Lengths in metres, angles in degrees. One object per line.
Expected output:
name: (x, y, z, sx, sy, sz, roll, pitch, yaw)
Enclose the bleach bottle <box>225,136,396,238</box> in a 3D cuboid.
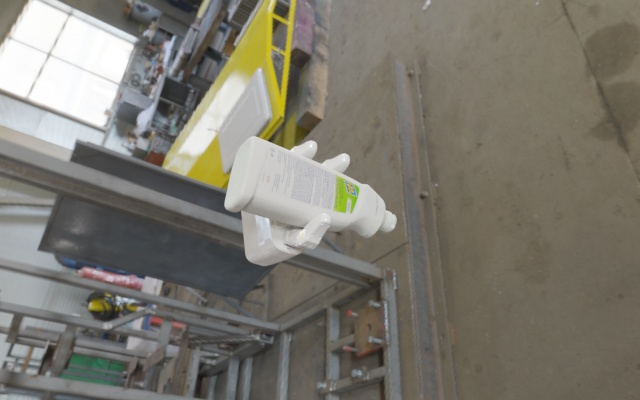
bleach bottle: (0.000, 0.002, 0.664, 0.251, 0.102, 0.068, 21, -28, -26)
